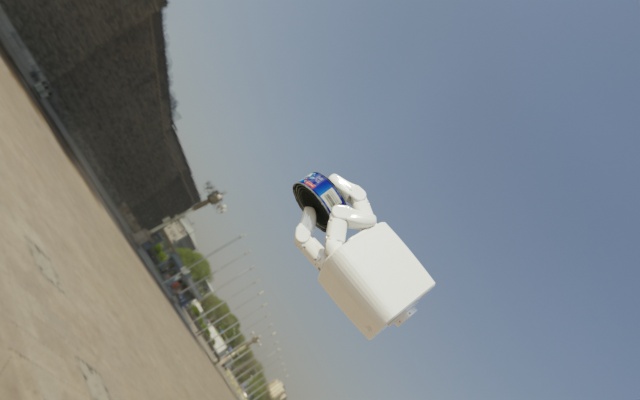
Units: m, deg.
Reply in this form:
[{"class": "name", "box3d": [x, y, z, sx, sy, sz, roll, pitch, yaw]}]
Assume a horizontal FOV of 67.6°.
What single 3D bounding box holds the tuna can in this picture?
[{"class": "tuna can", "box3d": [0.000, 0.002, 0.682, 0.033, 0.086, 0.086, -37, 15, -21]}]
